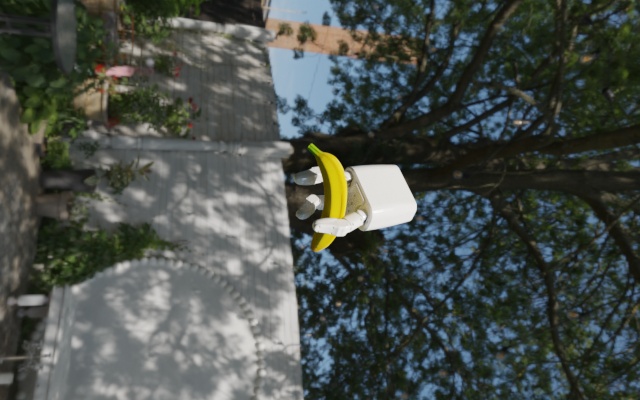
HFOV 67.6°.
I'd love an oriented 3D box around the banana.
[{"bbox_3d":[0.013,0.004,0.804,0.069,0.198,0.037,20,29,41],"label":"banana"}]
